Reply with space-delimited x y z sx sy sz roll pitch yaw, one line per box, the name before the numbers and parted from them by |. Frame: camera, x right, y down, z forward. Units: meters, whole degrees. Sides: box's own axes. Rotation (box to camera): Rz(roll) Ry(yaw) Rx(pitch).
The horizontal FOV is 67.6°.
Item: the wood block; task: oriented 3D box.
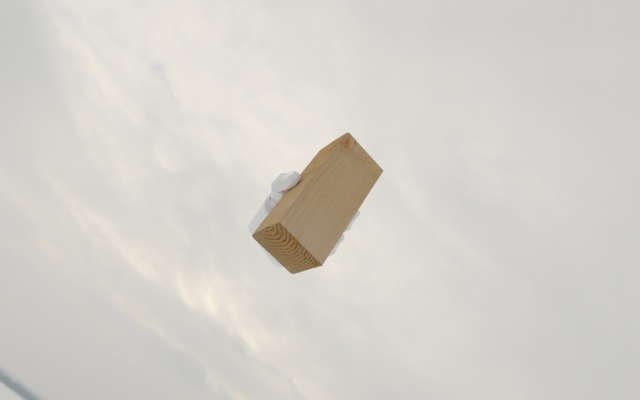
wood block | 0.000 0.002 0.739 0.090 0.091 0.206 -26 24 52
